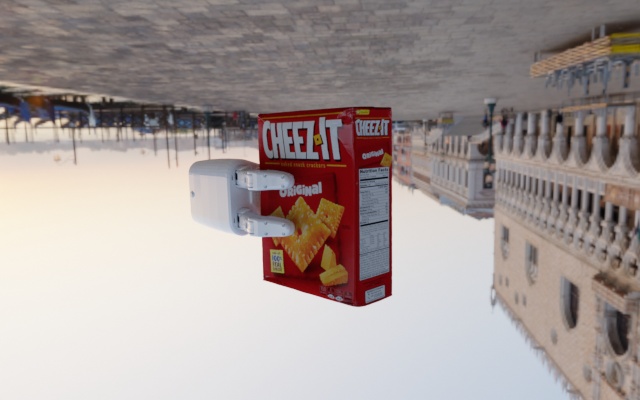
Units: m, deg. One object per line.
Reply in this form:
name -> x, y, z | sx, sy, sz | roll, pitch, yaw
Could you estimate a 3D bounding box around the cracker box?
cracker box -> 0.000, 0.002, 0.562 | 0.072, 0.214, 0.164 | -9, 11, -44
